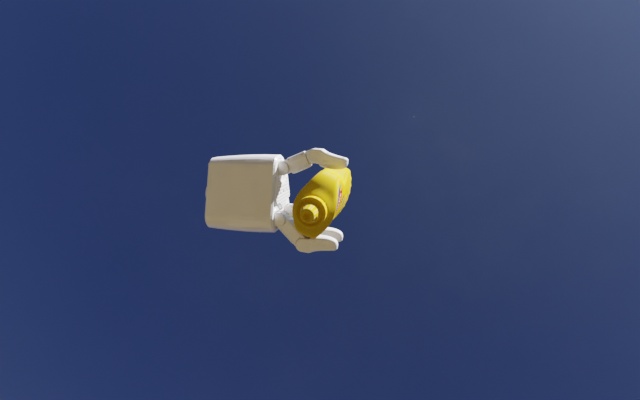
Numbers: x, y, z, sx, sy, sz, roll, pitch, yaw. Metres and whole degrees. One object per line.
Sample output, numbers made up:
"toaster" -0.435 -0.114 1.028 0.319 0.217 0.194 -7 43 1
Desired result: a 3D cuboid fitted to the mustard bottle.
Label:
"mustard bottle" 0.000 0.002 0.686 0.058 0.096 0.191 25 14 6
